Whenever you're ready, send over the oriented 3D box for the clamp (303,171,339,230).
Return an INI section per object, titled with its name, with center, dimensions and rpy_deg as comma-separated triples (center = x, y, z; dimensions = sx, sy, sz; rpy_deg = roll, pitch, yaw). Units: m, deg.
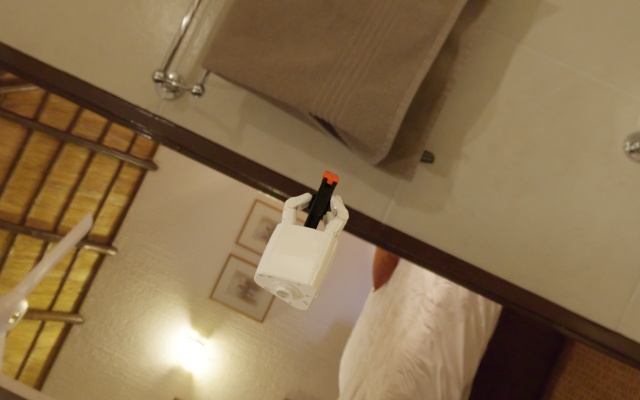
[clamp]
center = -0.001, 0.002, 0.899
dimensions = 0.036, 0.164, 0.210
rpy_deg = 22, -39, 0
